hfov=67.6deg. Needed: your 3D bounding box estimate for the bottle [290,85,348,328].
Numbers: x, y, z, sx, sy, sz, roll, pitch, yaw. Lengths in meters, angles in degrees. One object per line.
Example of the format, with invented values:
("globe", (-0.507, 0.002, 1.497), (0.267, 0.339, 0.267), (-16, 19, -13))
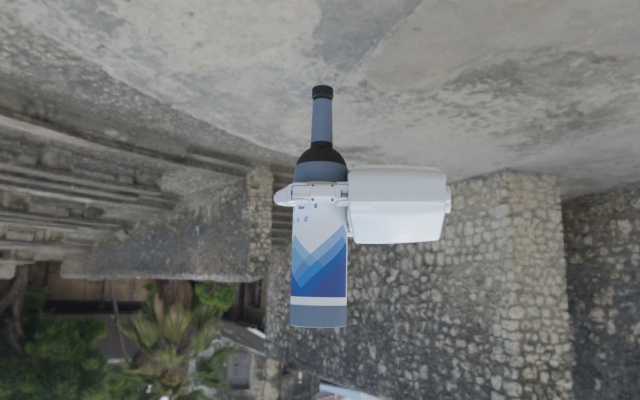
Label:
("bottle", (0.000, 0.002, 0.586), (0.069, 0.295, 0.069), (1, -10, 0))
